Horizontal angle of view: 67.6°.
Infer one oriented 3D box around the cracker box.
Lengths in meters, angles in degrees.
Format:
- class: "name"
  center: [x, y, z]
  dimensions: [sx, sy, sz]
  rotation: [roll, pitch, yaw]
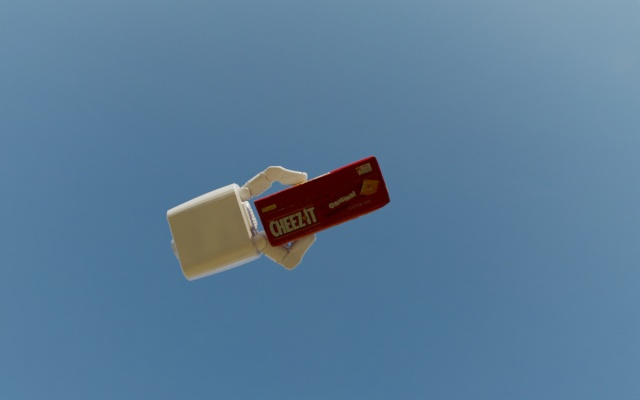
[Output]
- class: "cracker box"
  center: [0.000, 0.002, 0.696]
  dimensions: [0.164, 0.072, 0.213]
  rotation: [-21, 1, -2]
